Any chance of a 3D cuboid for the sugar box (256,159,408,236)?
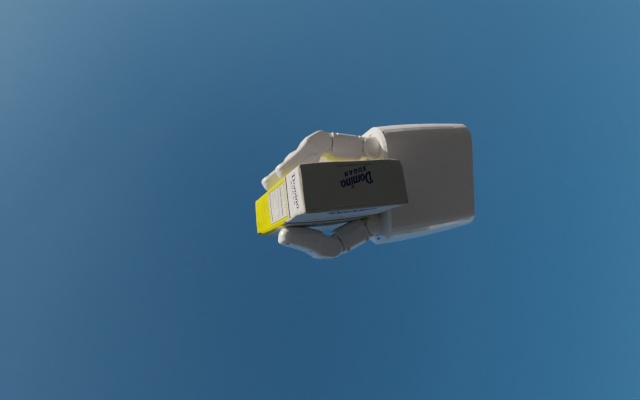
[{"bbox_3d":[0.000,0.001,0.458,0.093,0.048,0.176,-5,-10,-20],"label":"sugar box"}]
